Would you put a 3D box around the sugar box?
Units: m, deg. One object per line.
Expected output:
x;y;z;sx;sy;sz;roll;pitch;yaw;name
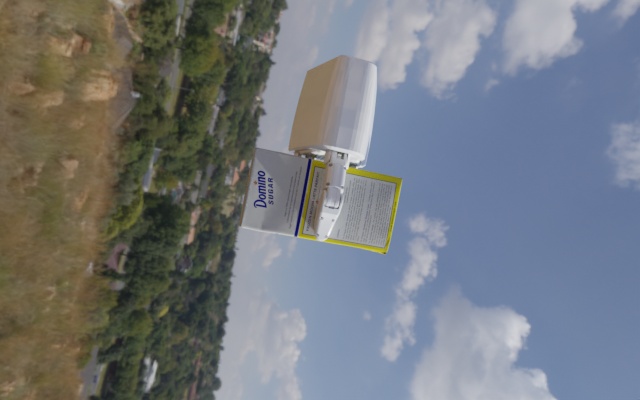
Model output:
0.000;0.002;0.560;0.176;0.093;0.048;12;-3;-9;sugar box
